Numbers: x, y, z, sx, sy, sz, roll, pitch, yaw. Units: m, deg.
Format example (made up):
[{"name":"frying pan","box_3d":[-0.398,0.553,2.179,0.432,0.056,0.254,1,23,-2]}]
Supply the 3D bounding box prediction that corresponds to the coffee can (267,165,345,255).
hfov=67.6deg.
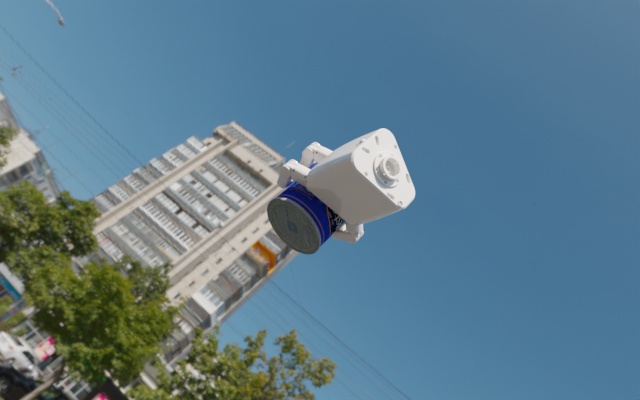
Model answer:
[{"name":"coffee can","box_3d":[0.000,0.003,0.753,0.103,0.103,0.140,0,33,48]}]
